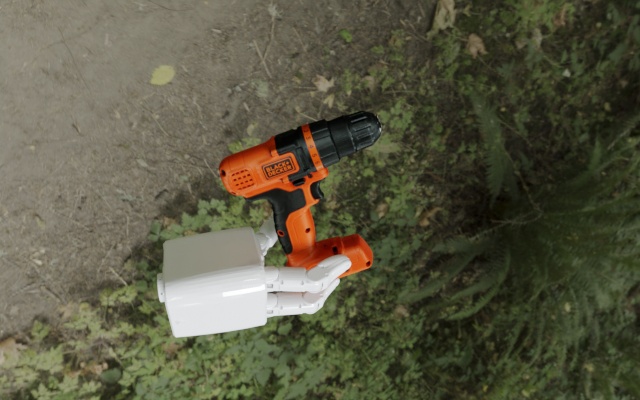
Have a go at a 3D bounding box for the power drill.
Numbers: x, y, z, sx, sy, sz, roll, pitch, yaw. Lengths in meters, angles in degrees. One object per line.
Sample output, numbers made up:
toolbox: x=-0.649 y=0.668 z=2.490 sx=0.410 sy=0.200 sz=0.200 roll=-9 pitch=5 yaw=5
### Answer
power drill: x=0.000 y=0.002 z=0.554 sx=0.184 sy=0.188 sz=0.057 roll=-18 pitch=26 yaw=6
